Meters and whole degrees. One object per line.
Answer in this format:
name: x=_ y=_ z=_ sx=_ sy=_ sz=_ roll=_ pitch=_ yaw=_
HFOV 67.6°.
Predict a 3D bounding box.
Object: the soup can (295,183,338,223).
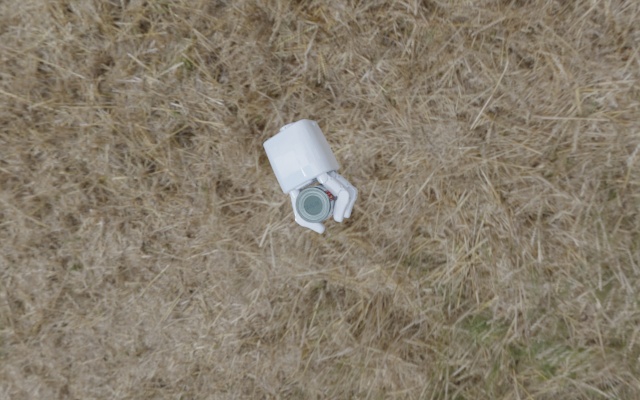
soup can: x=0.000 y=0.003 z=0.896 sx=0.068 sy=0.068 sz=0.102 roll=0 pitch=6 yaw=16
